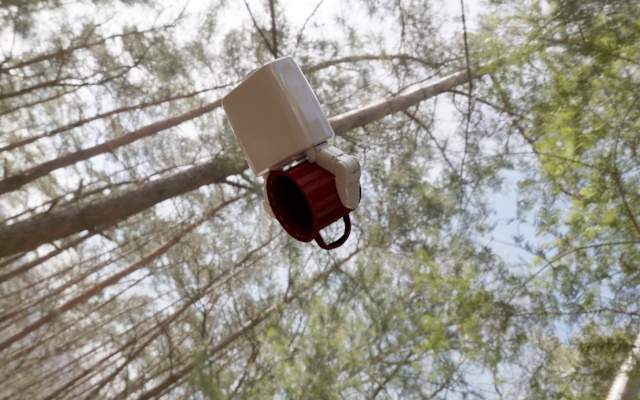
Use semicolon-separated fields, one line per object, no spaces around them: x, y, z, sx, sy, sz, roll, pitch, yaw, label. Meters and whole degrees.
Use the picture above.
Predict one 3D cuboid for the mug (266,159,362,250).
0.001;0.003;0.572;0.081;0.117;0.093;-29;4;-31;mug
